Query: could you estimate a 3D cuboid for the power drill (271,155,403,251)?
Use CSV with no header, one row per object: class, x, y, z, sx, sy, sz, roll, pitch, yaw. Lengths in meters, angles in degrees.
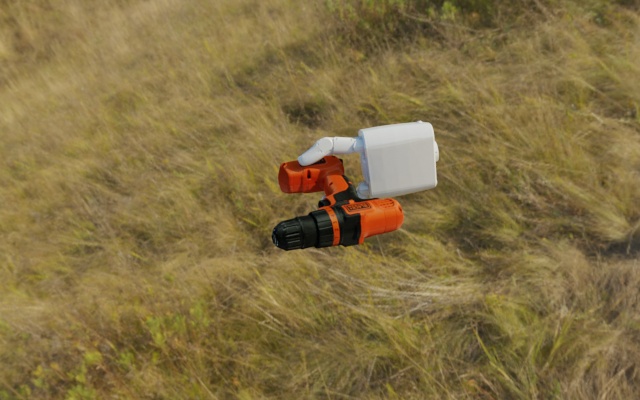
power drill,0.000,0.002,0.691,0.184,0.057,0.187,-8,33,-20
